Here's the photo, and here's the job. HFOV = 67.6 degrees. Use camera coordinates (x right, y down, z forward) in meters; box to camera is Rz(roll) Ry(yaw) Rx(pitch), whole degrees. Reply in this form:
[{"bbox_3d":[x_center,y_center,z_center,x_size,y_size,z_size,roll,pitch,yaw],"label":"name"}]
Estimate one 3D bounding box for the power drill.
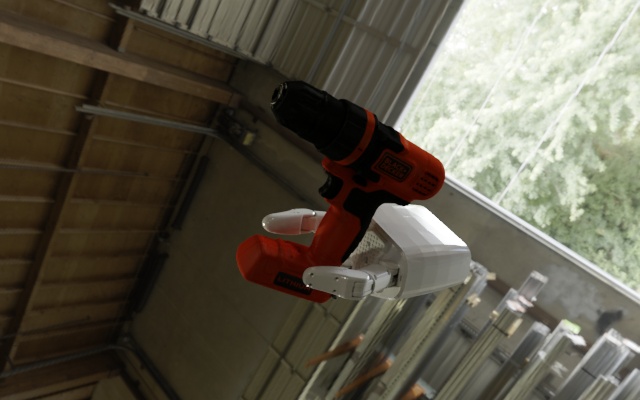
[{"bbox_3d":[0.000,0.002,0.440,0.184,0.188,0.057,25,24,-28],"label":"power drill"}]
